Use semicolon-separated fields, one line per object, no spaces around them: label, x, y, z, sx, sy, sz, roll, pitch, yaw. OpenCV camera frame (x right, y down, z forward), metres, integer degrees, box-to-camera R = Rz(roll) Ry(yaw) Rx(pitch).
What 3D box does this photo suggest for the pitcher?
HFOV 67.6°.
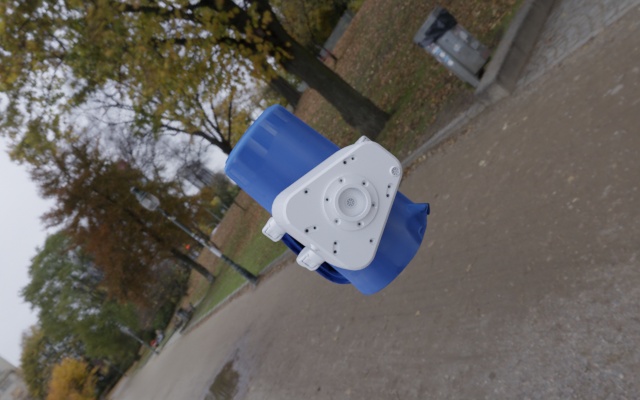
pitcher;0.000;0.002;0.600;0.243;0.149;0.145;38;-5;-6
